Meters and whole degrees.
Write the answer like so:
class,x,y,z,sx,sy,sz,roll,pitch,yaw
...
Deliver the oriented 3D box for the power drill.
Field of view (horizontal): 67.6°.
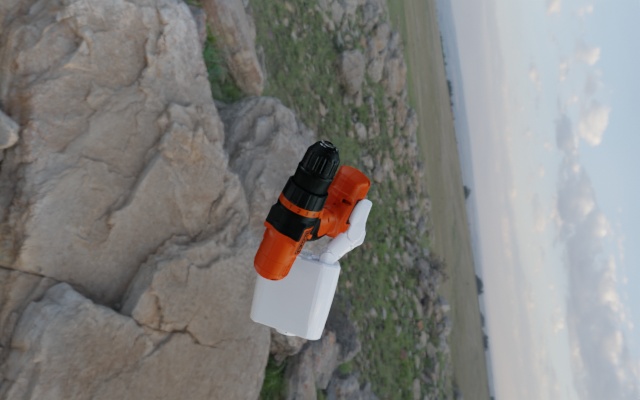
class,x,y,z,sx,sy,sz,roll,pitch,yaw
power drill,0.000,0.002,0.617,0.057,0.184,0.187,35,23,17
